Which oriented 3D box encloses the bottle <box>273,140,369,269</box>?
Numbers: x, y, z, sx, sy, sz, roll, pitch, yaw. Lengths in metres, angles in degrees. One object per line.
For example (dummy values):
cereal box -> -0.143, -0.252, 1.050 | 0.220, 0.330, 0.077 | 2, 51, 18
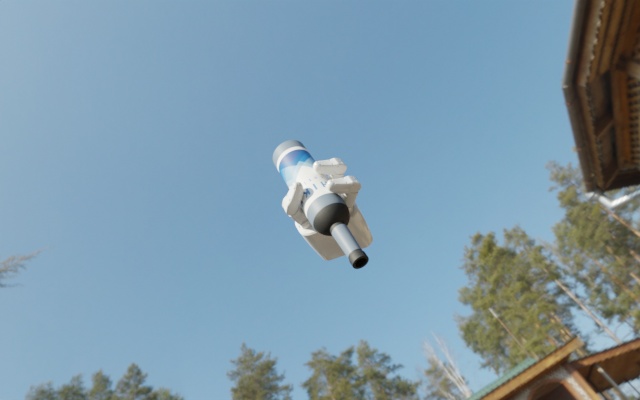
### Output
bottle -> 0.000, 0.002, 0.807 | 0.069, 0.069, 0.295 | 0, 38, -31
